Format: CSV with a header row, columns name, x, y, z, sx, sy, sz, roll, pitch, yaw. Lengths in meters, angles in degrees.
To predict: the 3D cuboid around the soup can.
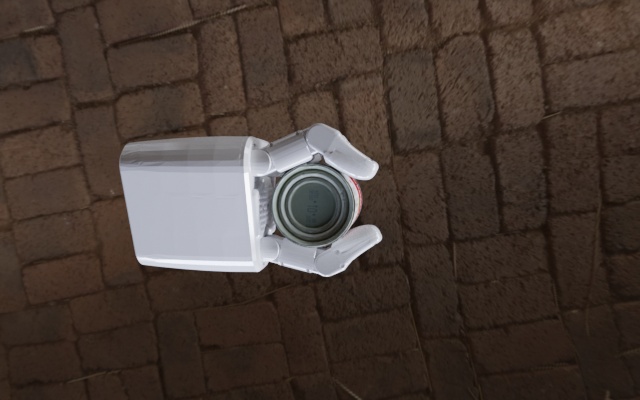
name,x,y,z,sx,sy,sz,roll,pitch,yaw
soup can,0.001,0.001,0.413,0.068,0.068,0.102,0,3,8
